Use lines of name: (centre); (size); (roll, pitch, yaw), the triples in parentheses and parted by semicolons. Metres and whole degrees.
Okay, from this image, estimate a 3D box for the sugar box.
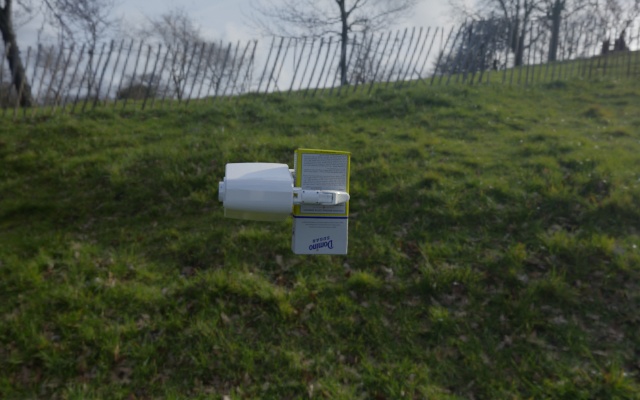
sugar box: (0.000, 0.003, 0.814); (0.093, 0.176, 0.048); (2, 5, -10)
